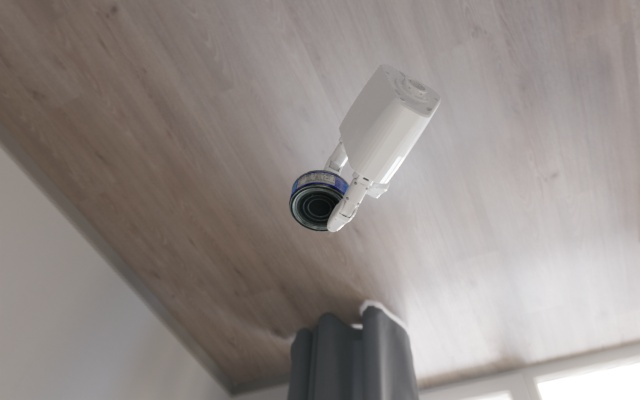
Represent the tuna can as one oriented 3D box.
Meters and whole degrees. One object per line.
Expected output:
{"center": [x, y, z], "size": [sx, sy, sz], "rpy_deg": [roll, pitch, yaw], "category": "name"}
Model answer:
{"center": [0.000, 0.003, 0.659], "size": [0.086, 0.086, 0.033], "rpy_deg": [0, 39, 7], "category": "tuna can"}
